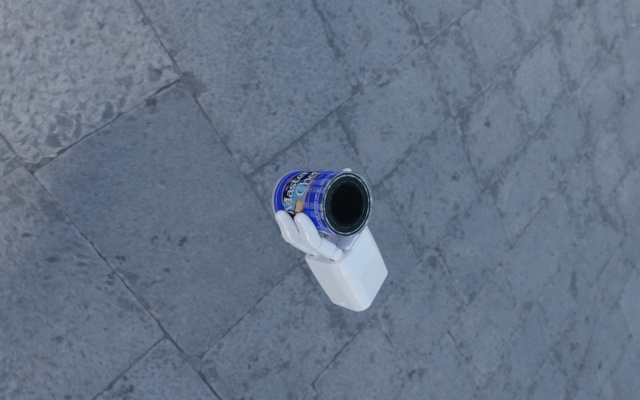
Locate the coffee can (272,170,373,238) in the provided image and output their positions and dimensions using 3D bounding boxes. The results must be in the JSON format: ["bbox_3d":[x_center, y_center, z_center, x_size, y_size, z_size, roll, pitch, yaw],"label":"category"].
[{"bbox_3d":[0.000,0.002,0.777,0.103,0.103,0.140,0,3,-37],"label":"coffee can"}]
